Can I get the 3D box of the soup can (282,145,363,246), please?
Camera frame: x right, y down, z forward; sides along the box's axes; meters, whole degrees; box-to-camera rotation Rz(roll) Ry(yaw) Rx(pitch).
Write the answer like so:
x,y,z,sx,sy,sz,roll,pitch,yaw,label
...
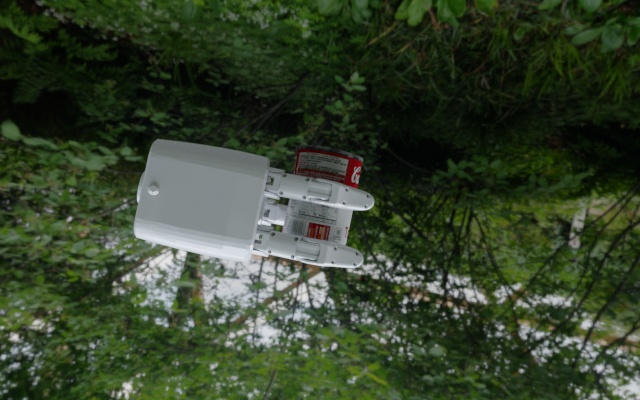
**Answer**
x,y,z,sx,sy,sz,roll,pitch,yaw,label
0.000,0.002,0.481,0.068,0.102,0.068,11,-3,1,soup can
